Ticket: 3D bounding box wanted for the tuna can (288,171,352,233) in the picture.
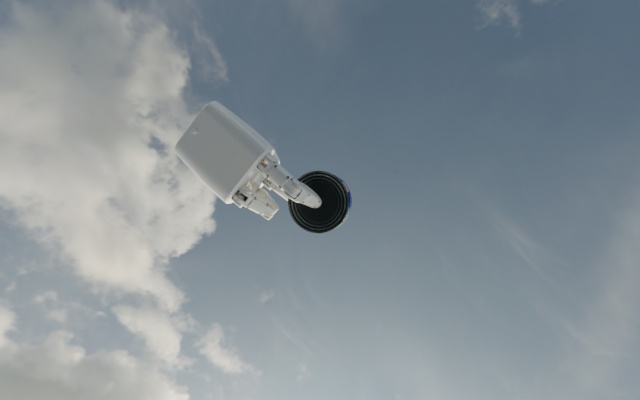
[{"bbox_3d":[0.000,0.002,0.667,0.086,0.086,0.034,0,0,13],"label":"tuna can"}]
